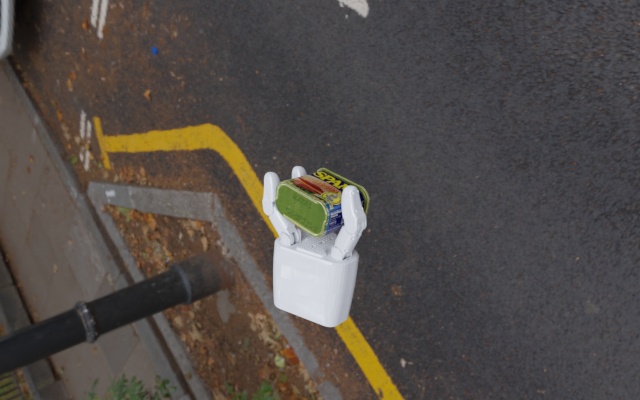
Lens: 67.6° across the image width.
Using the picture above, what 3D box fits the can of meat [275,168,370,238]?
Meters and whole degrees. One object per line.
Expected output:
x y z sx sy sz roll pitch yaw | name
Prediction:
0.000 0.002 0.650 0.102 0.057 0.084 30 33 35 | can of meat
